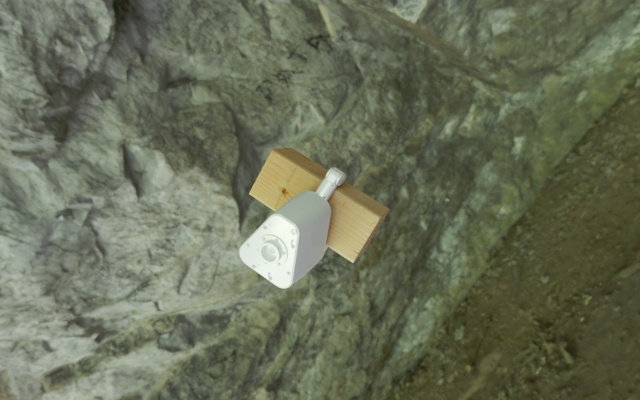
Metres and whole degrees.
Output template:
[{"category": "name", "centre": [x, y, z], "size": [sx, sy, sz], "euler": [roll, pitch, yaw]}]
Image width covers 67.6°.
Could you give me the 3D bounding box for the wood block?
[{"category": "wood block", "centre": [0.000, 0.002, 0.798], "size": [0.206, 0.091, 0.090], "euler": [33, 16, 11]}]
